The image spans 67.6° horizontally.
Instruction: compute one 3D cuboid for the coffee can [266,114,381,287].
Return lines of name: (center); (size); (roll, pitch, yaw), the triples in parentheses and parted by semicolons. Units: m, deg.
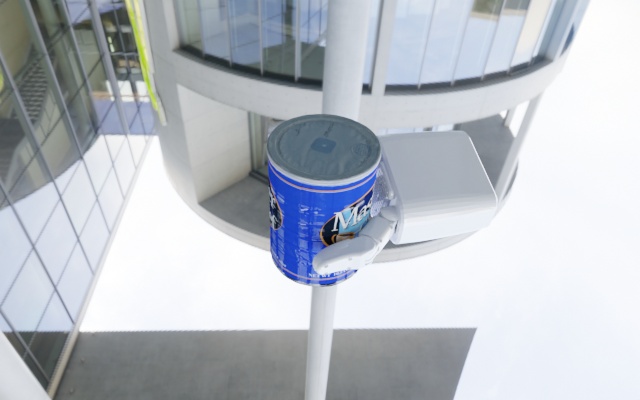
coffee can: (0.000, 0.001, 0.471); (0.103, 0.140, 0.102); (2, 42, -2)
